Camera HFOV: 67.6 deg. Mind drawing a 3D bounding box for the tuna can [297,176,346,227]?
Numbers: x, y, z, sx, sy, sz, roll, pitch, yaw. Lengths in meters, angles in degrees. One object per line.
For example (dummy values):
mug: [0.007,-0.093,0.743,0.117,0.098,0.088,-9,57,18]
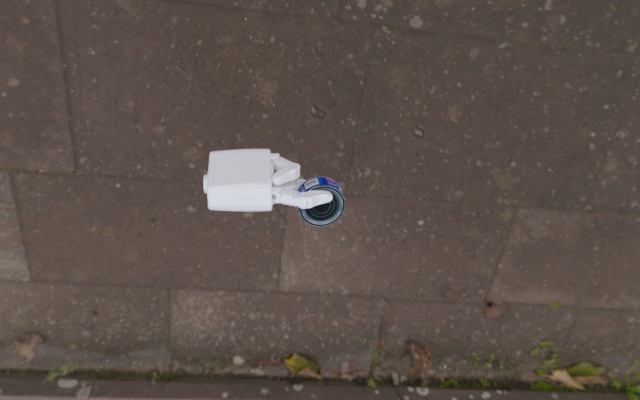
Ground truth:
tuna can: [0.000,0.003,0.837,0.086,0.086,0.033,0,29,-11]
